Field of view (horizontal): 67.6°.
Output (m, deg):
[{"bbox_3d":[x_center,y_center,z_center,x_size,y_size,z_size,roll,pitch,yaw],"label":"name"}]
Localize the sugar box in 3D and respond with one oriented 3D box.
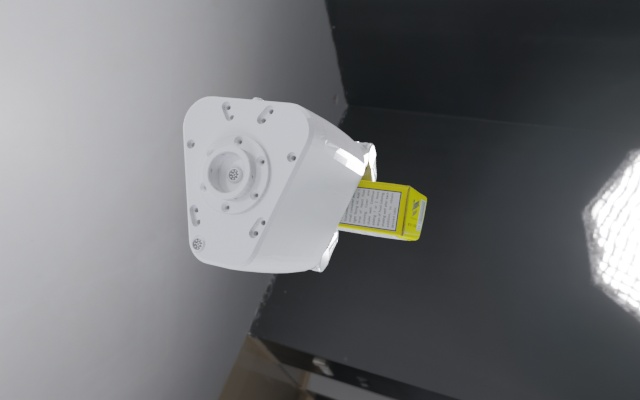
[{"bbox_3d":[0.000,0.001,0.433,0.176,0.048,0.093,10,-3,21],"label":"sugar box"}]
